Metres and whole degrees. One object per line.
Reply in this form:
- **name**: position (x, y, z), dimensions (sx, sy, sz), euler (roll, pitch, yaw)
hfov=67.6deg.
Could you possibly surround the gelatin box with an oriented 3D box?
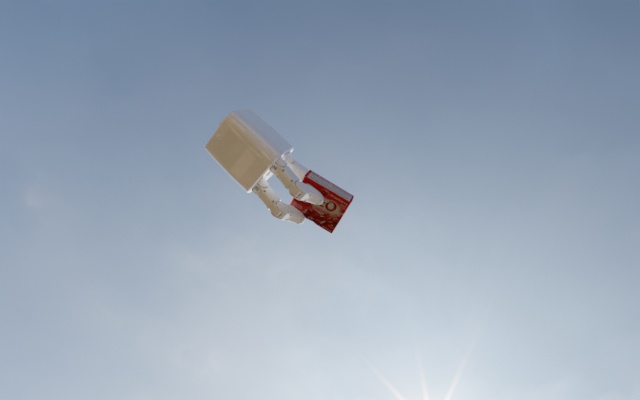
- **gelatin box**: position (0.001, 0.003, 0.804), dimensions (0.089, 0.073, 0.030), euler (31, 32, 1)
